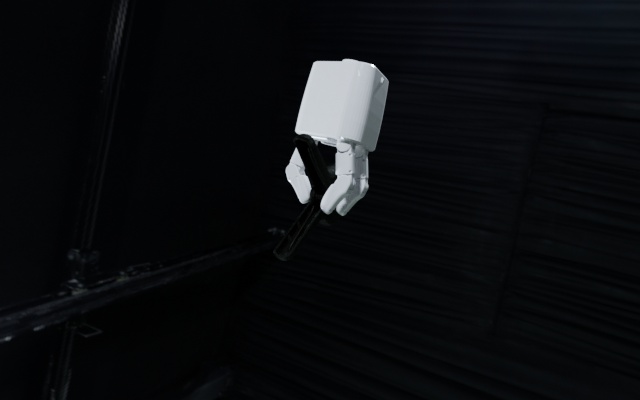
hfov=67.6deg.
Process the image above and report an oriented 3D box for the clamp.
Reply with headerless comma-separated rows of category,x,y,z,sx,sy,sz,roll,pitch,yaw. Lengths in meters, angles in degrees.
clamp,0.000,0.002,0.686,0.036,0.164,0.210,16,3,24
